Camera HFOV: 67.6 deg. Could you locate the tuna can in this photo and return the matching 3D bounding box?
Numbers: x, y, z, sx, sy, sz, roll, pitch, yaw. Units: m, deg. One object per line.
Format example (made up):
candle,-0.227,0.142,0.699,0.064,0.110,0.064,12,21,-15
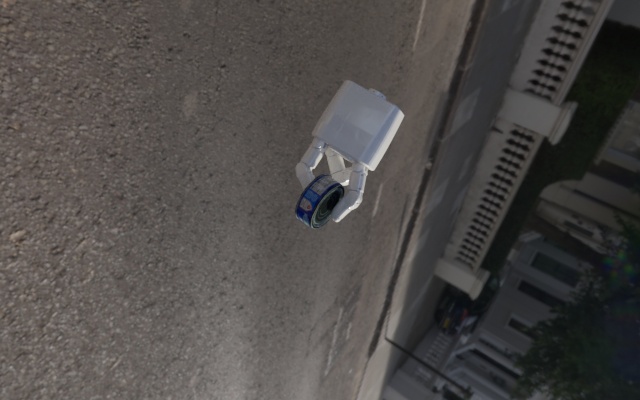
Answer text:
tuna can,0.001,0.003,0.761,0.033,0.086,0.086,35,15,22
